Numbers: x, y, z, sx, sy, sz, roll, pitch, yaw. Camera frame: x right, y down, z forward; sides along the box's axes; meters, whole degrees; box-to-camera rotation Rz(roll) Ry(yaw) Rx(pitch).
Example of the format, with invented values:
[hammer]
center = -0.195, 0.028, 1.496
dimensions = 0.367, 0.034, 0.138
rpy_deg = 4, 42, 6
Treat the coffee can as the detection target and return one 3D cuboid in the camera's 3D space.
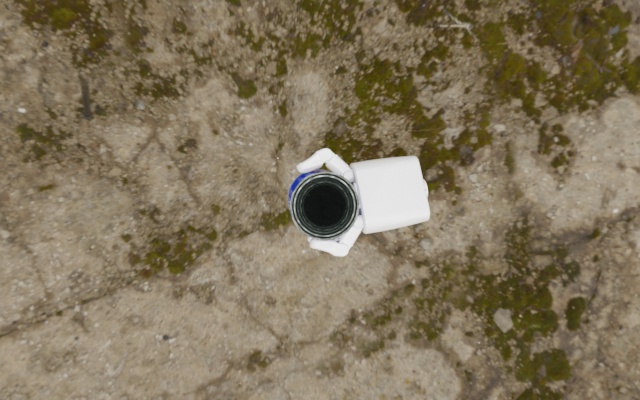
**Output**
[coffee can]
center = 0.000, 0.002, 0.765
dimensions = 0.103, 0.103, 0.140
rpy_deg = 0, 5, -5
